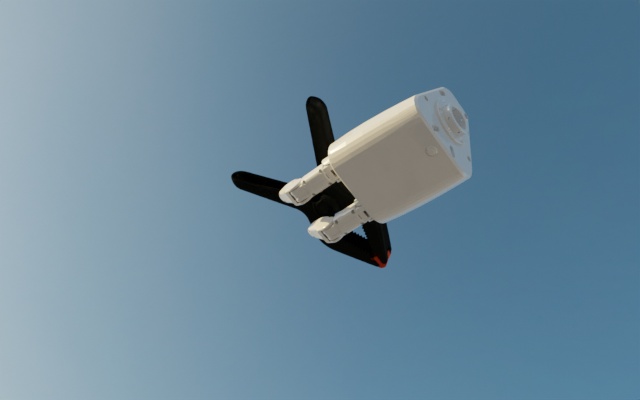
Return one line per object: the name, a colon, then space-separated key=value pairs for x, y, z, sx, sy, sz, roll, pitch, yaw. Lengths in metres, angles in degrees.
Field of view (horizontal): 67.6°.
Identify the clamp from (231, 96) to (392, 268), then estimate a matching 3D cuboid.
clamp: x=0.001 y=0.002 z=0.562 sx=0.164 sy=0.210 sz=0.036 roll=-29 pitch=16 yaw=37
